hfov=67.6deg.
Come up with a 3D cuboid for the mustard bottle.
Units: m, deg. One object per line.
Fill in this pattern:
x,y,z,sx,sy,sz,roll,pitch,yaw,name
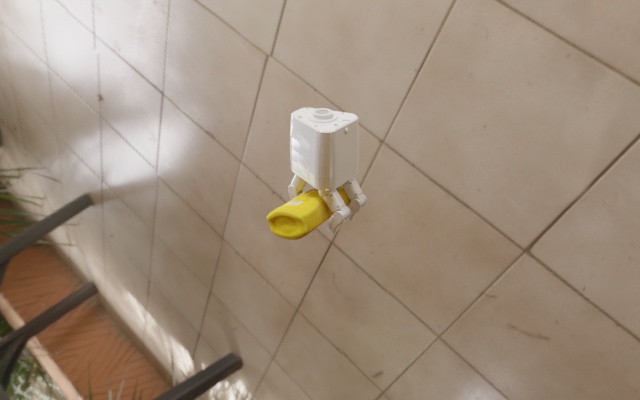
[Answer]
0.000,0.003,0.859,0.096,0.058,0.191,-6,20,45,mustard bottle
